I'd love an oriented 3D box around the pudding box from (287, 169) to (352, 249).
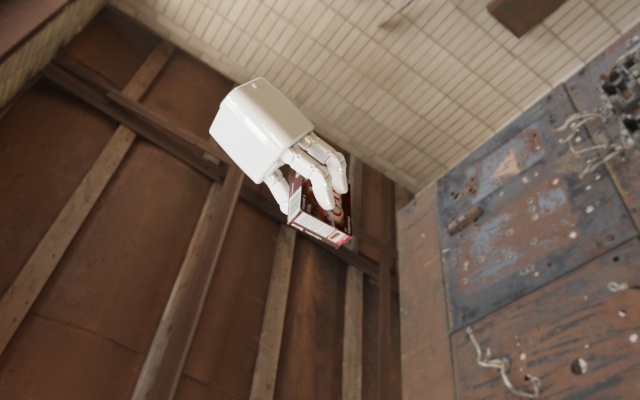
[{"bbox_3d":[0.000,0.002,0.685,0.090,0.113,0.039,28,-49,-24],"label":"pudding box"}]
